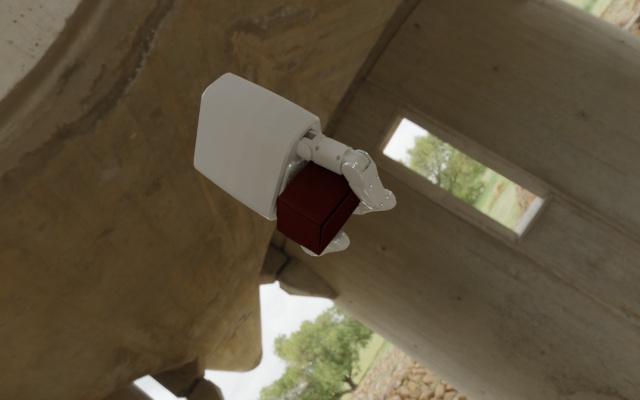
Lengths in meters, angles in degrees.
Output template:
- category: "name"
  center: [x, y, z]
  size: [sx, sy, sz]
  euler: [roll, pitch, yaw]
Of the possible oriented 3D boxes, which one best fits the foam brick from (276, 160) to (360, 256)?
- category: "foam brick"
  center: [0.000, 0.002, 0.452]
  size: [0.051, 0.078, 0.053]
  euler: [30, -33, 16]
